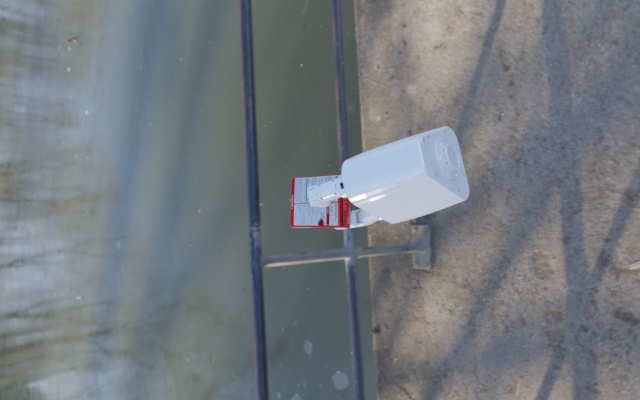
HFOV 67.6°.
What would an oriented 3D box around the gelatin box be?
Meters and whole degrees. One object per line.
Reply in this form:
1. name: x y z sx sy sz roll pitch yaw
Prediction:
1. gelatin box: 0.000 0.002 0.671 0.089 0.073 0.030 -2 -5 36
